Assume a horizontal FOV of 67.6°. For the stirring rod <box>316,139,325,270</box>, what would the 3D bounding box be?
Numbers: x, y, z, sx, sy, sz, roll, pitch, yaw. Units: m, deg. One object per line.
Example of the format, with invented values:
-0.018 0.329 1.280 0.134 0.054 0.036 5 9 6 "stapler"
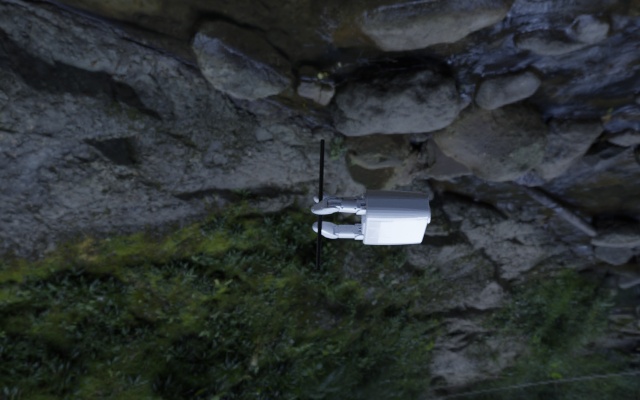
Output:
0.000 0.003 0.846 0.011 0.239 0.011 2 -18 1 "stirring rod"
